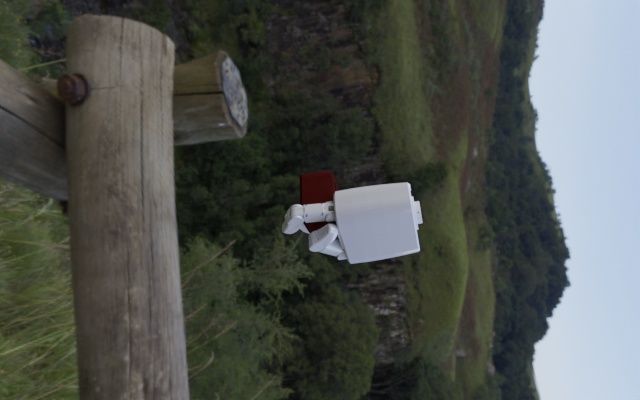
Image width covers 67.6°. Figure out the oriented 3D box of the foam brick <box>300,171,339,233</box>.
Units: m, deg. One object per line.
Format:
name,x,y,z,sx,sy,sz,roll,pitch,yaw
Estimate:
foam brick,0.000,0.002,0.722,0.051,0.078,0.053,-10,-32,11
